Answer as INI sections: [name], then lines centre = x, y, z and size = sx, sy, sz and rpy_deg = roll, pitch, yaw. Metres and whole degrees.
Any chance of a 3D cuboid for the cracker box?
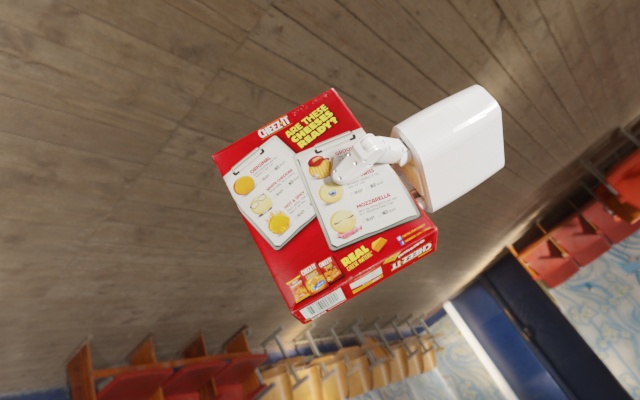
[cracker box]
centre = 0.000, 0.002, 0.527
size = 0.164, 0.213, 0.072
rpy_deg = -30, -29, -4
